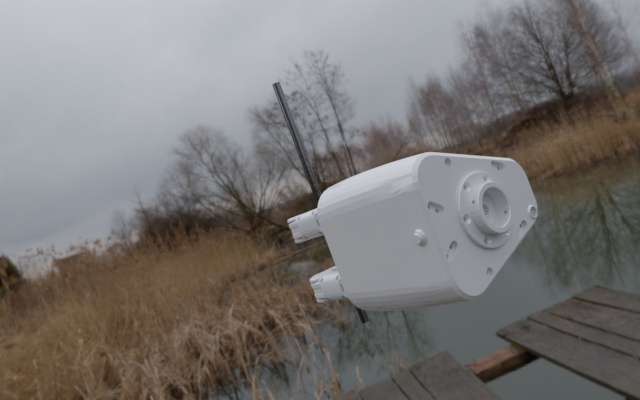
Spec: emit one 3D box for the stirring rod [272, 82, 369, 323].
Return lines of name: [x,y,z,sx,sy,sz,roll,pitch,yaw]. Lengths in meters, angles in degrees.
stirring rod: [0.000,0.002,0.452,0.011,0.239,0.011,-21,-1,0]
